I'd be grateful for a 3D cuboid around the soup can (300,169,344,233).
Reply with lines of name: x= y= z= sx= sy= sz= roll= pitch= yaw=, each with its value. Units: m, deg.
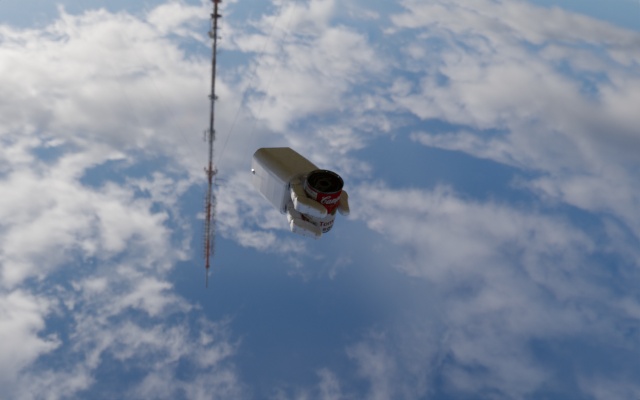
soup can: x=0.001 y=0.003 z=0.884 sx=0.068 sy=0.102 sz=0.068 roll=8 pitch=39 yaw=-6
